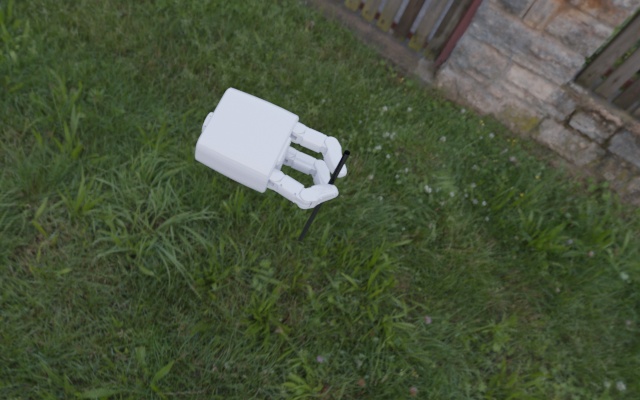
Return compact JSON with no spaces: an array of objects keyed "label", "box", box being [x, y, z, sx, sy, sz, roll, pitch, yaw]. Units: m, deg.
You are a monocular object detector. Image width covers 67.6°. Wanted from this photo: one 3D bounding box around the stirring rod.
[{"label":"stirring rod","box":[0.000,0.002,0.703,0.011,0.011,0.240,0,-32,-19]}]
